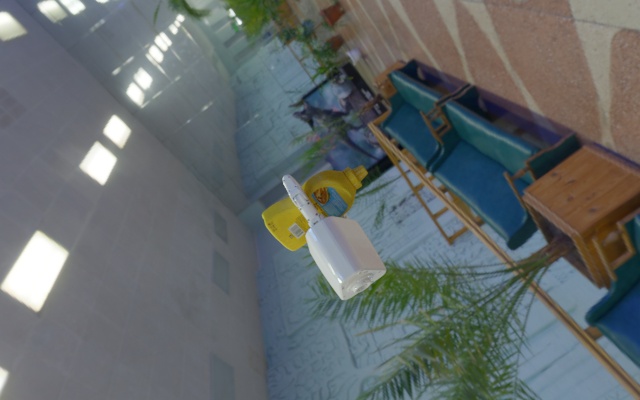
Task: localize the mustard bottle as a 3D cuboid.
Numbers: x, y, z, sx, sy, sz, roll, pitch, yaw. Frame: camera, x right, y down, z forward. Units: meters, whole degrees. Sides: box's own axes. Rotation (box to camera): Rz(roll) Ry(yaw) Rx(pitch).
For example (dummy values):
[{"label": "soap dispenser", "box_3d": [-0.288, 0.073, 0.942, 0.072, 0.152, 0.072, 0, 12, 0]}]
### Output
[{"label": "mustard bottle", "box_3d": [0.000, 0.003, 0.828, 0.191, 0.096, 0.058, -36, 39, 6]}]
